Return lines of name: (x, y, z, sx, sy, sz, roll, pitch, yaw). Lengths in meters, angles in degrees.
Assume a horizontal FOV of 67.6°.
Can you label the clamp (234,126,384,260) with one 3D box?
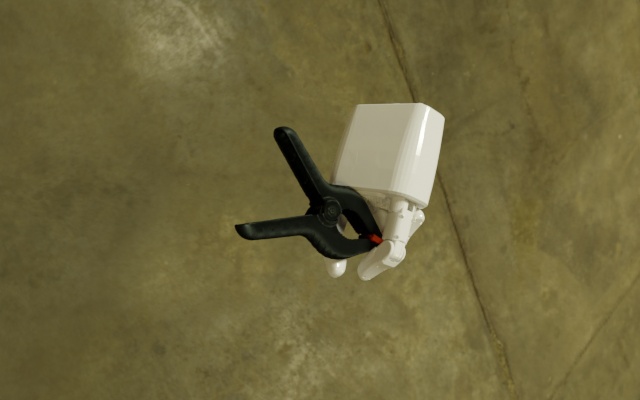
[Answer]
clamp: (0.001, 0.002, 0.497, 0.171, 0.120, 0.039, 22, -12, -34)
